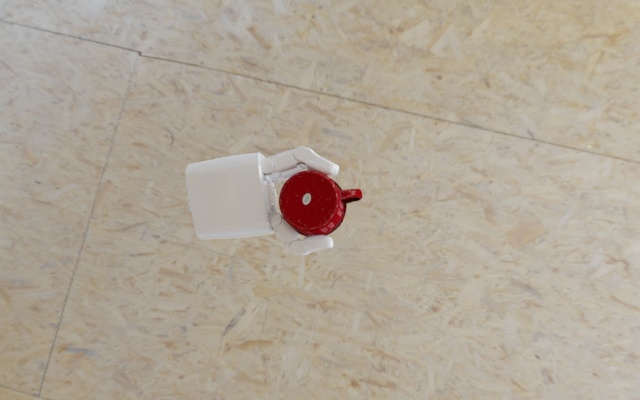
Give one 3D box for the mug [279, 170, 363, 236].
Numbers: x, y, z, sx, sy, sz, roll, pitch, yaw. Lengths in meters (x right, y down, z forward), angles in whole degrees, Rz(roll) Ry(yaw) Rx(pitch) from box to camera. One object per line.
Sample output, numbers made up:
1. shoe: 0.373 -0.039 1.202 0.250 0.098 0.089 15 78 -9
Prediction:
1. mug: 0.002 0.002 0.658 0.117 0.093 0.081 -9 -7 4
